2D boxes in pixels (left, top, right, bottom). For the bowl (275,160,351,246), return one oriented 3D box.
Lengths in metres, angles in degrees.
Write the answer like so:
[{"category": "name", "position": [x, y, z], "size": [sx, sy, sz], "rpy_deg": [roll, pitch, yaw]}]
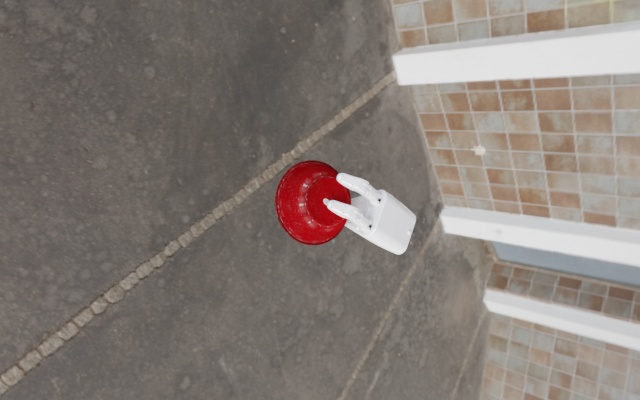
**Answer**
[{"category": "bowl", "position": [-0.001, 0.003, 0.878], "size": [0.162, 0.162, 0.055], "rpy_deg": [0, -3, -29]}]
